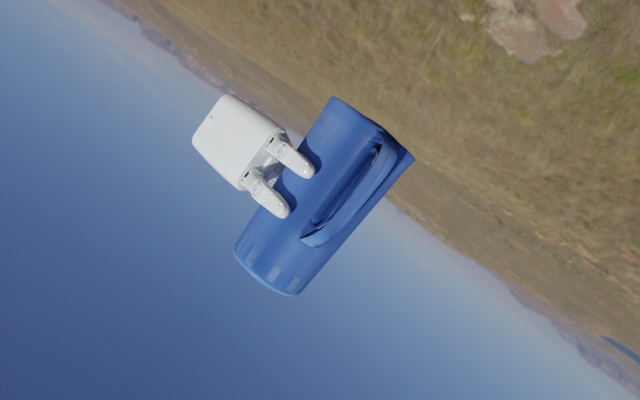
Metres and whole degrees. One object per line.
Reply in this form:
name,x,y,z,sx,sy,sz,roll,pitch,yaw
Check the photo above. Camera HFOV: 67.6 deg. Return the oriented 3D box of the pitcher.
pitcher,0.000,0.002,0.604,0.145,0.243,0.149,39,6,25
